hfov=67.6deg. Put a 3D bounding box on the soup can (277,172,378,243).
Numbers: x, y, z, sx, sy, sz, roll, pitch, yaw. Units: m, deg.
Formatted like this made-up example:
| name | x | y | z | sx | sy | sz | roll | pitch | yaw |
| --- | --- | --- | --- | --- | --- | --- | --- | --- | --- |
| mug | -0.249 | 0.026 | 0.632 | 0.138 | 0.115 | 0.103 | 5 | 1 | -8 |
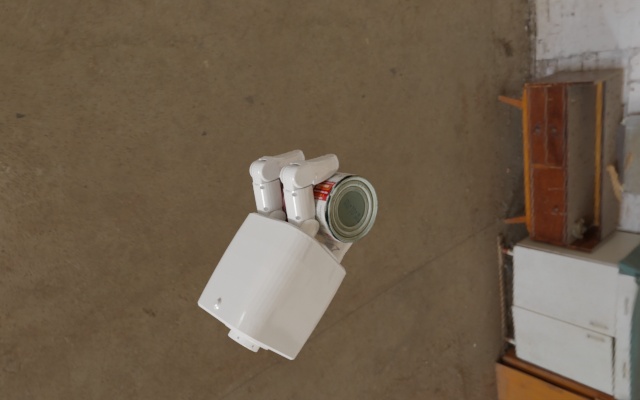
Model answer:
| name | x | y | z | sx | sy | sz | roll | pitch | yaw |
| --- | --- | --- | --- | --- | --- | --- | --- | --- | --- |
| soup can | 0.001 | 0.001 | 0.491 | 0.068 | 0.068 | 0.102 | 0 | 8 | -39 |
